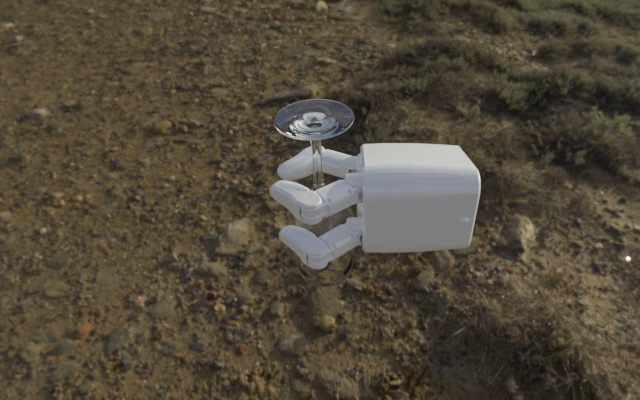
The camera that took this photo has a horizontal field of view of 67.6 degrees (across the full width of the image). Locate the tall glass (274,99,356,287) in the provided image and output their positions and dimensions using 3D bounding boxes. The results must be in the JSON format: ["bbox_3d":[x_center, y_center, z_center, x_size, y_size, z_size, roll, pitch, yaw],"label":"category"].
[{"bbox_3d":[0.000,0.001,0.500,0.079,0.201,0.079,-2,39,2],"label":"tall glass"}]
